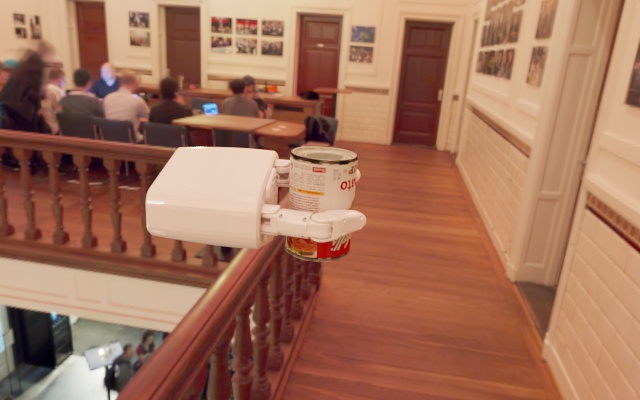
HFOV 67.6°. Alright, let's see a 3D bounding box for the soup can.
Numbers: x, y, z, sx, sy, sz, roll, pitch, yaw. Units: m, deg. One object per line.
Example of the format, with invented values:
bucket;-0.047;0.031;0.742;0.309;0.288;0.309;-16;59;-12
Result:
soup can;0.001;0.001;0.481;0.068;0.102;0.068;4;17;-1
